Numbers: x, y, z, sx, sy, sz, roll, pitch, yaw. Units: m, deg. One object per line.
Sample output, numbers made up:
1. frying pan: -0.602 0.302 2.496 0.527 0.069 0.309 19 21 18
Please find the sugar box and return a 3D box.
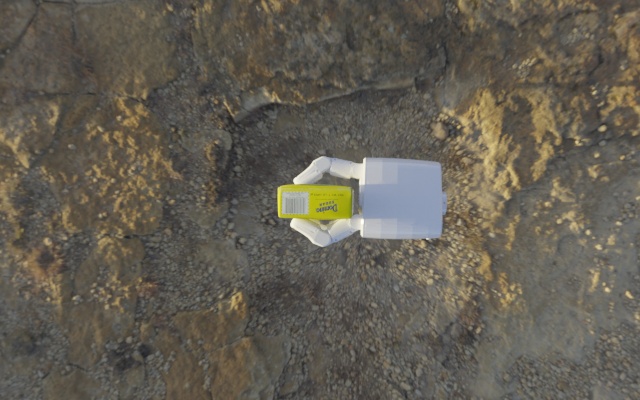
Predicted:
1. sugar box: 0.000 0.003 0.670 0.093 0.048 0.176 2 -2 5
